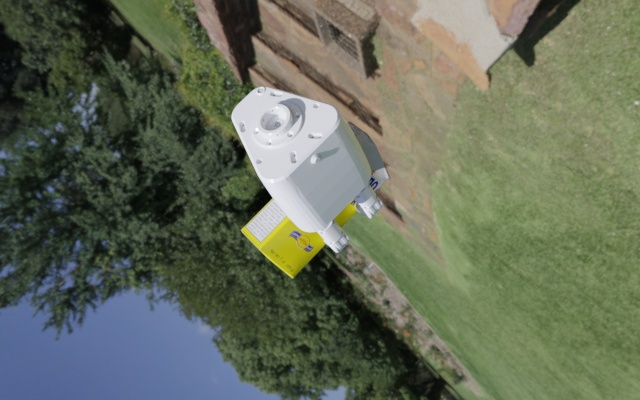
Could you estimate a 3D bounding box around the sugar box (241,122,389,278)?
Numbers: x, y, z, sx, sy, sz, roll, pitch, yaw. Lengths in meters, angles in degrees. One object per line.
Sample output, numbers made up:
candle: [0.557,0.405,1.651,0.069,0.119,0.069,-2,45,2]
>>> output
sugar box: [0.000,0.002,0.562,0.048,0.176,0.093,42,-6,35]
